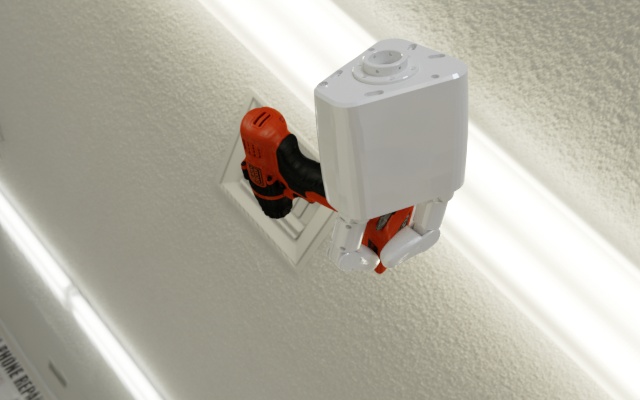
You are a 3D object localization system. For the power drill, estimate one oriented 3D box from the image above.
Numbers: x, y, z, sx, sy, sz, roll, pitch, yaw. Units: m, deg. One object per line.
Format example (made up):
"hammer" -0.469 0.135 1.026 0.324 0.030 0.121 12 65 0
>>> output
"power drill" 0.000 0.002 0.509 0.187 0.057 0.184 29 -24 16
